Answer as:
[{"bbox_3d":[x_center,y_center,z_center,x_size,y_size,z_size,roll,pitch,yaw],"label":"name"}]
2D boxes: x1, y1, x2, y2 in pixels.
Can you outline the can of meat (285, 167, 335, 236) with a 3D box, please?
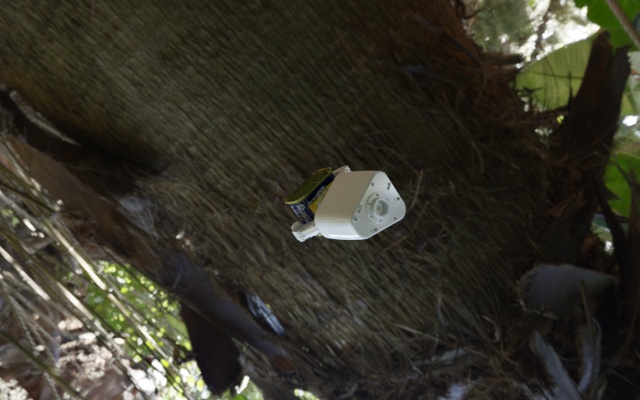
[{"bbox_3d":[0.000,0.003,0.873,0.102,0.084,0.057,-45,21,-27],"label":"can of meat"}]
